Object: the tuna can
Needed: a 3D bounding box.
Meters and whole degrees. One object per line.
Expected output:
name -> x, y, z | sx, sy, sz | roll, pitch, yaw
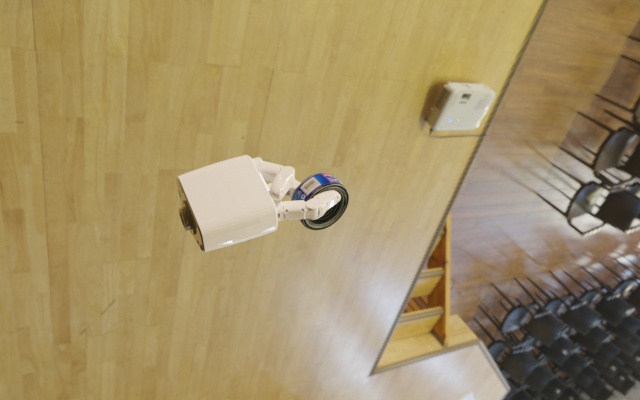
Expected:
tuna can -> 0.000, 0.003, 0.717 | 0.086, 0.086, 0.033 | 0, 32, -38
